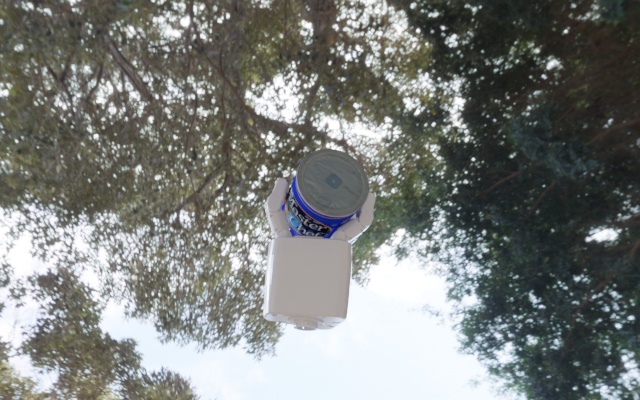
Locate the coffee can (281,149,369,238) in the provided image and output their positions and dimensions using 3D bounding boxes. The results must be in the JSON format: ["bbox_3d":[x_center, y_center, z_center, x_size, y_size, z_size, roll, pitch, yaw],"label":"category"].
[{"bbox_3d":[0.000,0.002,0.707,0.103,0.102,0.140,0,-25,-17],"label":"coffee can"}]
